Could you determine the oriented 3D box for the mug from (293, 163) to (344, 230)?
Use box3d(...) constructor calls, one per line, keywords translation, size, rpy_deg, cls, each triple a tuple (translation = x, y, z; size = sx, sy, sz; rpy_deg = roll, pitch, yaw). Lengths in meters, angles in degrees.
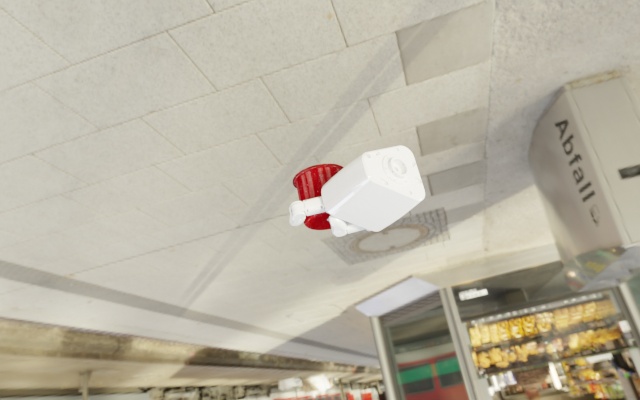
box3d(translation=(-0.001, 0.003, 0.793), size=(0.093, 0.081, 0.117), rpy_deg=(5, -29, -32), cls="mug")
